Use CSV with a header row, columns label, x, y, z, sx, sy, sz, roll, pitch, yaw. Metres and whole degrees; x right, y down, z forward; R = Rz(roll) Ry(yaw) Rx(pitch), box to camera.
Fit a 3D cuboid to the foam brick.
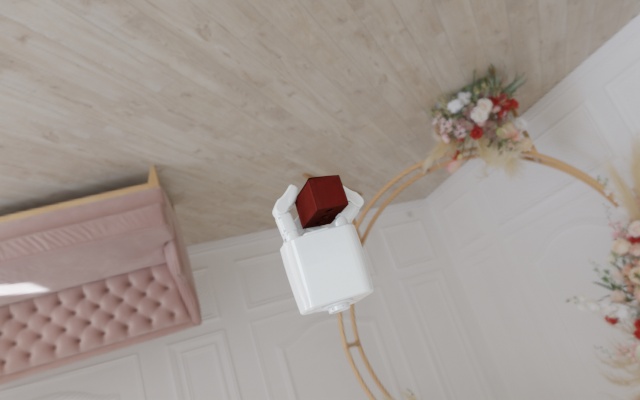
label,x,y,z,sx,sy,sz,roll,pitch,yaw
foam brick,0.000,0.002,0.727,0.053,0.051,0.078,-8,-22,-24
